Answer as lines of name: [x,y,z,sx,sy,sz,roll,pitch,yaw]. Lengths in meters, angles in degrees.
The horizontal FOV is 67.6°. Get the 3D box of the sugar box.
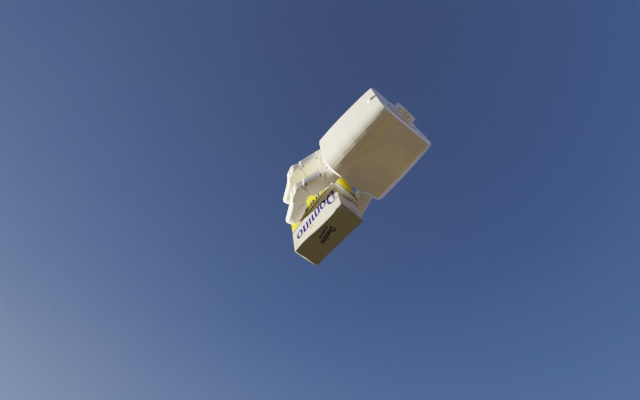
sugar box: [0.000,0.002,0.683,0.048,0.093,0.176,37,19,-22]
